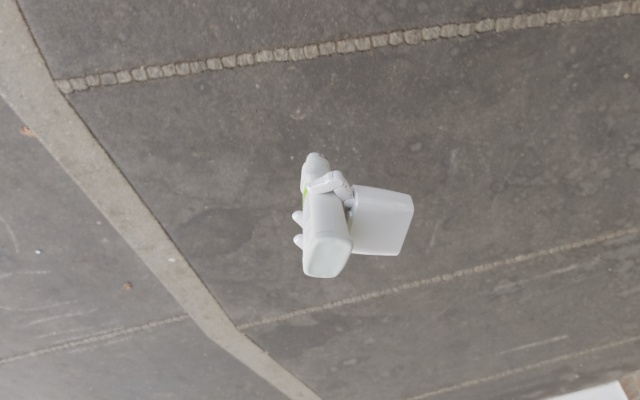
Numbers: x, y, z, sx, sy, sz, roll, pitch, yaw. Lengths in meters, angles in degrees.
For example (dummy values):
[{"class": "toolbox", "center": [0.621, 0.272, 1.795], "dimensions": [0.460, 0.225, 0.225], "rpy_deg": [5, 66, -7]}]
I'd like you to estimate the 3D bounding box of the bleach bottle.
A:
[{"class": "bleach bottle", "center": [0.000, 0.003, 0.812], "dimensions": [0.068, 0.250, 0.103], "rpy_deg": [7, -46, -13]}]
